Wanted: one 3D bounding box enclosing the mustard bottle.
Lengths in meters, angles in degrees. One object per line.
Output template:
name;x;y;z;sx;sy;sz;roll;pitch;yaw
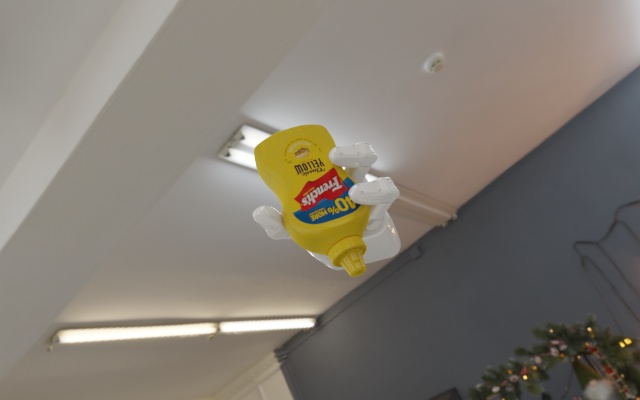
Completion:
mustard bottle;0.000;0.001;0.538;0.096;0.191;0.058;-18;-31;-17
